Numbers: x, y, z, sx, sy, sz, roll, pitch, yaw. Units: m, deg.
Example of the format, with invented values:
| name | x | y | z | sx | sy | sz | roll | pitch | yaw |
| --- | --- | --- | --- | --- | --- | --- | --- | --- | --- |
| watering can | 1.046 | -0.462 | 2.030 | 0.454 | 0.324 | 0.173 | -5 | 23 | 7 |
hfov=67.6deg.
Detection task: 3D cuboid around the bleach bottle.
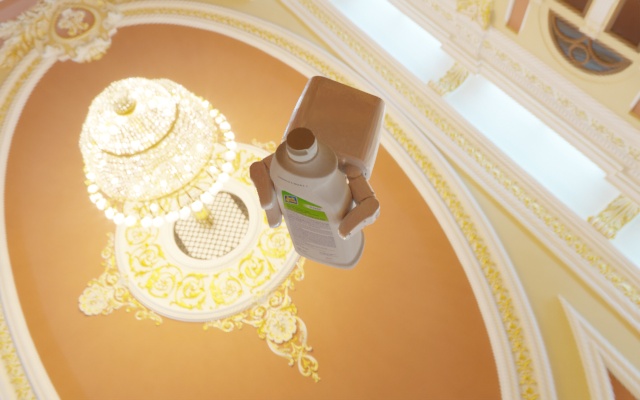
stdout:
| name | x | y | z | sx | sy | sz | roll | pitch | yaw |
| --- | --- | --- | --- | --- | --- | --- | --- | --- | --- |
| bleach bottle | 0.000 | 0.002 | 0.573 | 0.102 | 0.068 | 0.251 | 13 | -26 | 13 |
